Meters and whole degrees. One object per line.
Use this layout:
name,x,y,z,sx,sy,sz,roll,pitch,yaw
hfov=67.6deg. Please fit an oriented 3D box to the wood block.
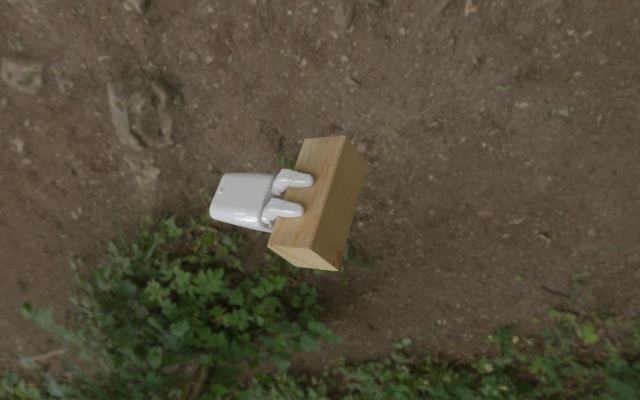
wood block,0.000,0.003,0.803,0.090,0.206,0.091,0,-29,35
